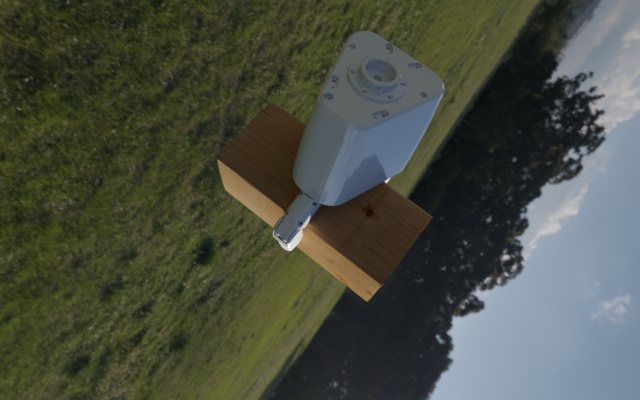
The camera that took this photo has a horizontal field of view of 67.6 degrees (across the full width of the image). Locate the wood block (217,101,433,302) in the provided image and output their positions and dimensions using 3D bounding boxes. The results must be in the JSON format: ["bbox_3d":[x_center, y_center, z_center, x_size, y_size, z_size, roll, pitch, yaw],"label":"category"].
[{"bbox_3d":[0.000,0.002,0.510,0.206,0.090,0.090,37,-20,10],"label":"wood block"}]
